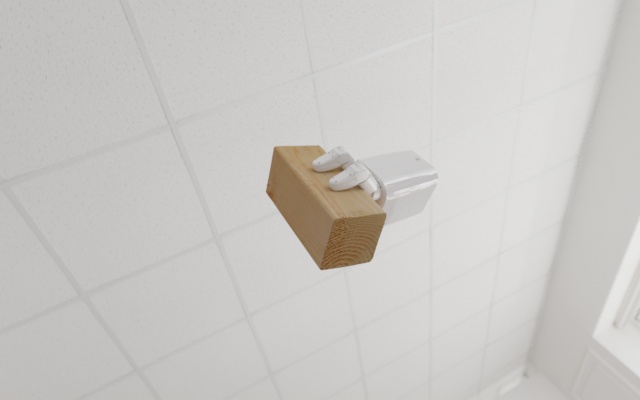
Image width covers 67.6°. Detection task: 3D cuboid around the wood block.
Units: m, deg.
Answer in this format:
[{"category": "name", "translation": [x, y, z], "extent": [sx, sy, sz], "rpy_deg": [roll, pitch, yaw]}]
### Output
[{"category": "wood block", "translation": [0.000, 0.003, 0.732], "extent": [0.090, 0.091, 0.206], "rpy_deg": [-5, 35, -29]}]
